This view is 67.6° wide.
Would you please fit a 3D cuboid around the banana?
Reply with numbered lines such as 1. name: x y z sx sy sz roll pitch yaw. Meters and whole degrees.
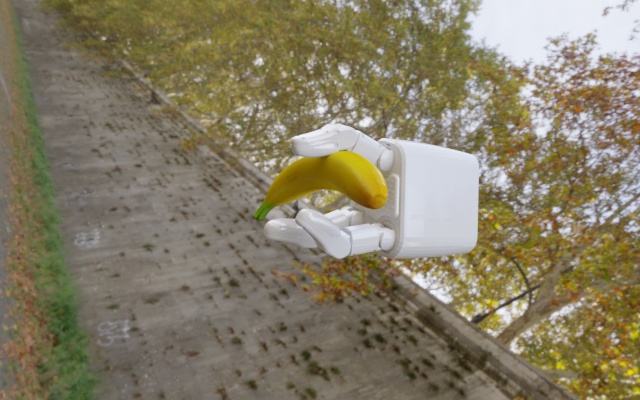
1. banana: 0.002 -0.016 0.449 0.037 0.069 0.198 22 -18 -30
